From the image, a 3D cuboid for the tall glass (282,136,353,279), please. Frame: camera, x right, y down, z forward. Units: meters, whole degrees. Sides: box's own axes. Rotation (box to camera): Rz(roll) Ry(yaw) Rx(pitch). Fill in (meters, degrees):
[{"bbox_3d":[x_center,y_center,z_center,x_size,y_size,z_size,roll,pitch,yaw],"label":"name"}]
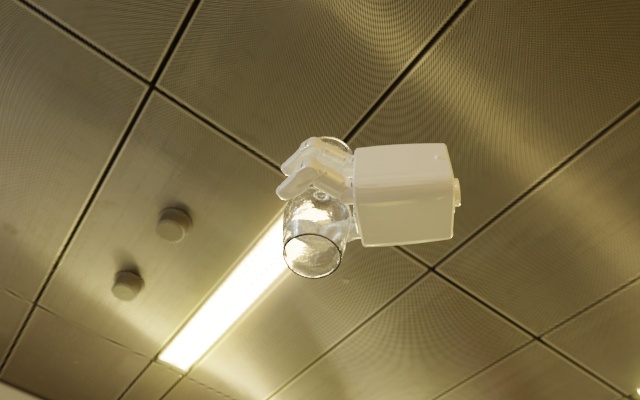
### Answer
[{"bbox_3d":[0.000,0.002,0.572,0.079,0.079,0.201,0,35,7],"label":"tall glass"}]
